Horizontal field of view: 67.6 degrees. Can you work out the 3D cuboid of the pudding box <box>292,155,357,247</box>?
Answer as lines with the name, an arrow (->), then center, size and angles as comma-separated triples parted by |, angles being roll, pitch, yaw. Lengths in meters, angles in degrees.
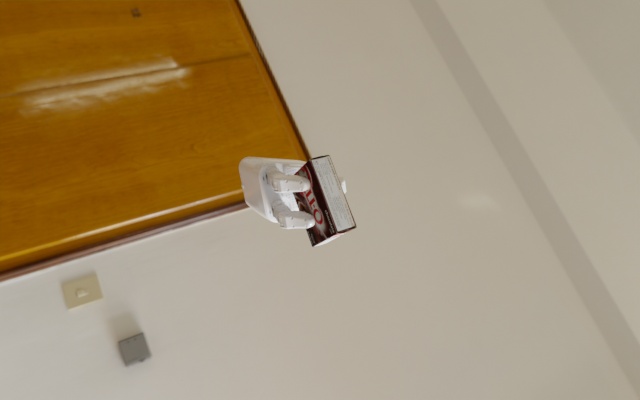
pudding box -> 0.000, 0.002, 0.687 | 0.039, 0.113, 0.090 | -19, -8, -27
